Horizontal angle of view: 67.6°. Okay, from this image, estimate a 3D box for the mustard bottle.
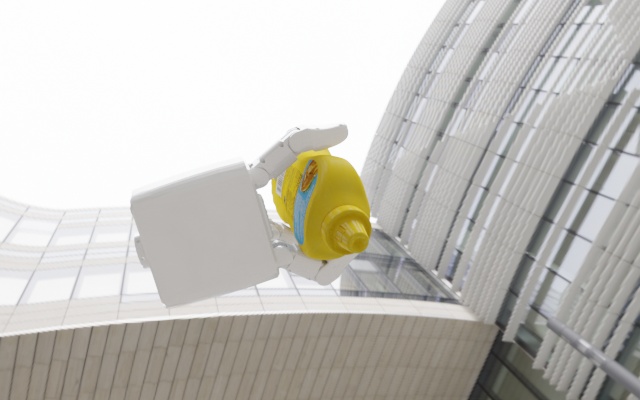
[{"bbox_3d":[0.000,0.001,0.453,0.058,0.096,0.191,8,17,-21],"label":"mustard bottle"}]
